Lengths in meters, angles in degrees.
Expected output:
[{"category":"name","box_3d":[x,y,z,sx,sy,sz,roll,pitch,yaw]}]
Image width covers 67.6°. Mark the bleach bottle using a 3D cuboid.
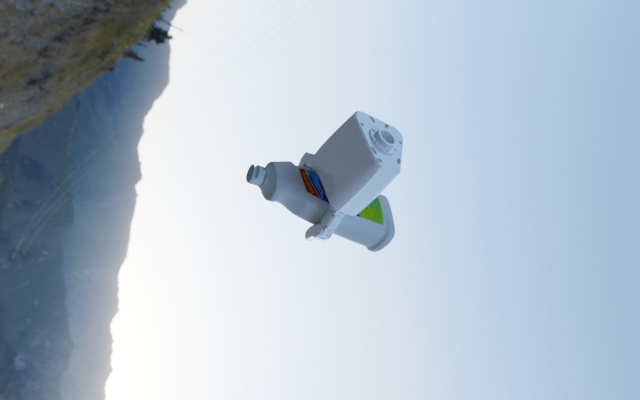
[{"category":"bleach bottle","box_3d":[0.000,0.002,0.765,0.251,0.102,0.068,19,-45,-28]}]
